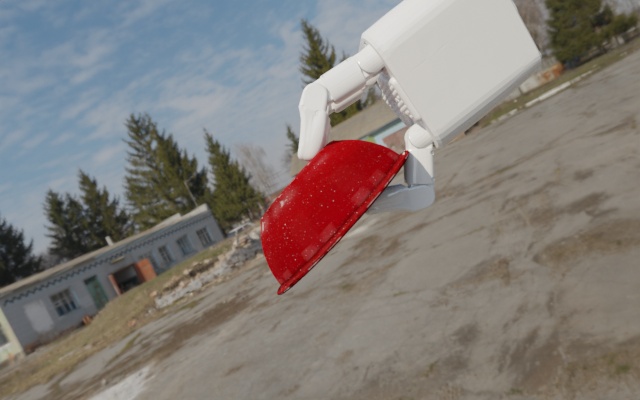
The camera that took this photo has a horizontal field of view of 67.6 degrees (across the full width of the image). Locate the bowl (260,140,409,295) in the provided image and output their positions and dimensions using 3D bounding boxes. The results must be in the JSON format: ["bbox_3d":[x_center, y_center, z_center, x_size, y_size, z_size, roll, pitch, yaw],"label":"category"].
[{"bbox_3d":[-0.001,0.002,0.403,0.055,0.162,0.162,42,-1,-1],"label":"bowl"}]
